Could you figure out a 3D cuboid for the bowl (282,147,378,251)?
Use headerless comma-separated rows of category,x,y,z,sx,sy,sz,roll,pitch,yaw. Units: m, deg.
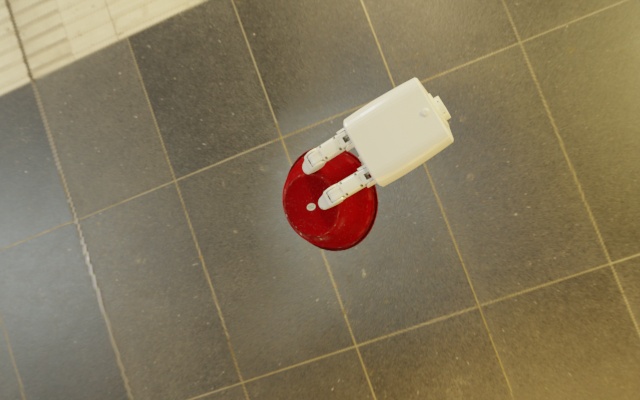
bowl,-0.001,0.003,0.701,0.162,0.162,0.055,0,10,31
